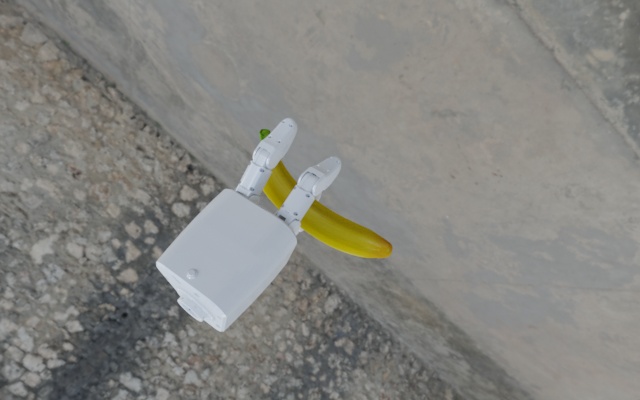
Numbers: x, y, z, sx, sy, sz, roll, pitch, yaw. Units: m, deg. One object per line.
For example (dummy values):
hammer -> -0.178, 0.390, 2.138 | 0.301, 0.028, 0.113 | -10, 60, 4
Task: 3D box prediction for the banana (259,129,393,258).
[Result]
banana -> -0.009, 0.008, 0.541 | 0.037, 0.198, 0.070 | -46, -4, -34
